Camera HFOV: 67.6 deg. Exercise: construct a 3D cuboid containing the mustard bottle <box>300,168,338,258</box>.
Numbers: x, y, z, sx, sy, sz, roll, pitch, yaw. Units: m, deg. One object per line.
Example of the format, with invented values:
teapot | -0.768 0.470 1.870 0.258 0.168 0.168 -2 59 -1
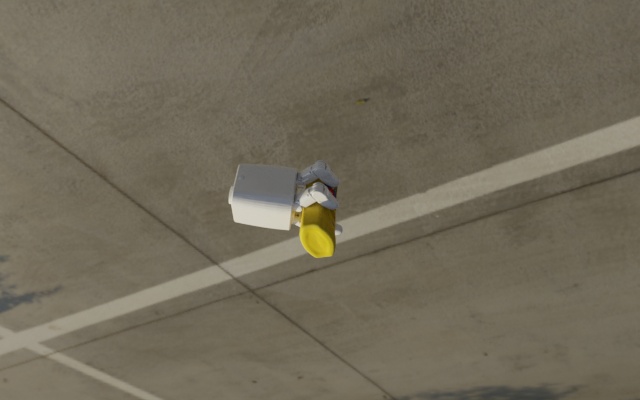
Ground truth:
mustard bottle | 0.000 0.003 0.879 0.058 0.191 0.096 -10 -43 15
